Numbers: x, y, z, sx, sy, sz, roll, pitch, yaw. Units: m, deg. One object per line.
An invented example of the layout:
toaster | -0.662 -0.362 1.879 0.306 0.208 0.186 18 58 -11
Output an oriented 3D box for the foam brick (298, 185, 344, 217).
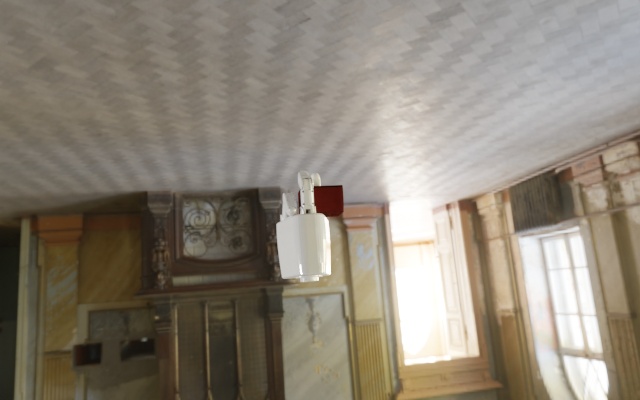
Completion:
foam brick | 0.000 0.003 0.889 0.078 0.051 0.053 -2 -12 -11
